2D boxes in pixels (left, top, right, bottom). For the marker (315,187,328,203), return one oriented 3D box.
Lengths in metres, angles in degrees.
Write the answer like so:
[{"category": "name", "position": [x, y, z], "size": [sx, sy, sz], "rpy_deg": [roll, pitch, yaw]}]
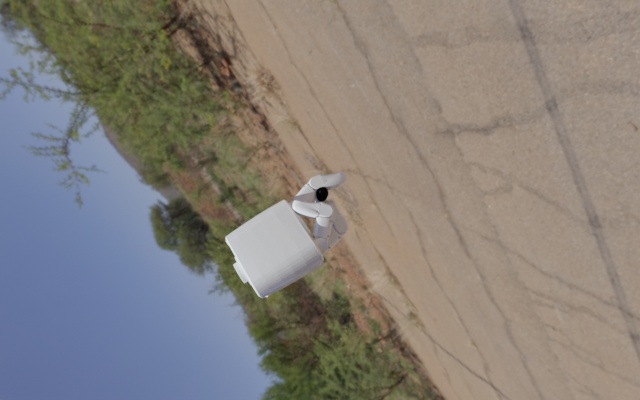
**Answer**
[{"category": "marker", "position": [0.000, 0.002, 0.768], "size": [0.020, 0.020, 0.121], "rpy_deg": [0, -14, -3]}]
